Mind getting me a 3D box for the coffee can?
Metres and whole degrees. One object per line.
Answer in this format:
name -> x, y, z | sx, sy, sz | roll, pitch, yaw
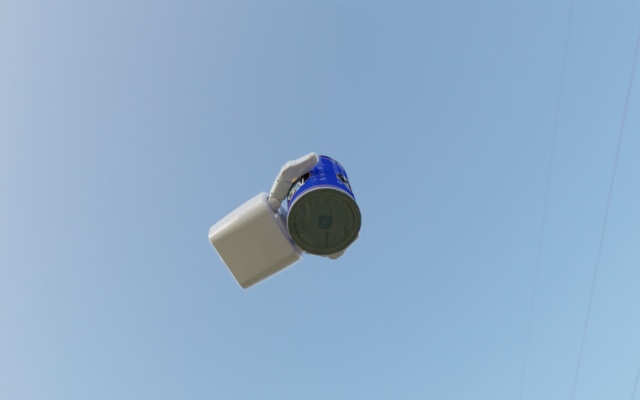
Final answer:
coffee can -> 0.000, 0.002, 0.713 | 0.103, 0.103, 0.140 | 0, 24, -5
